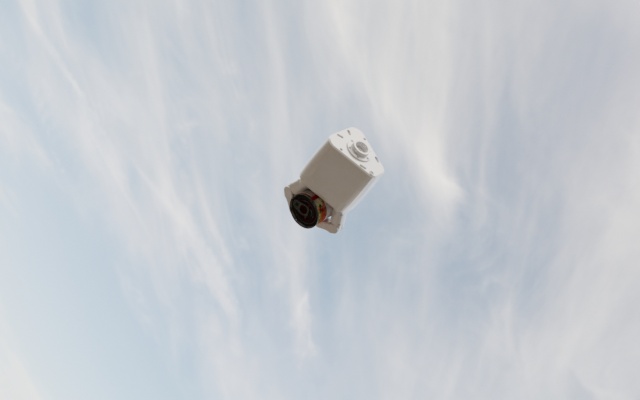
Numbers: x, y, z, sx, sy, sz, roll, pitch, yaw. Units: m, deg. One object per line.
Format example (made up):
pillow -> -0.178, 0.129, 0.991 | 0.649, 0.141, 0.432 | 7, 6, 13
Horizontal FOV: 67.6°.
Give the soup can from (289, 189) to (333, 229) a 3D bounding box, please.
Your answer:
soup can -> 0.000, 0.003, 0.900 | 0.068, 0.068, 0.102 | 0, 20, 41
